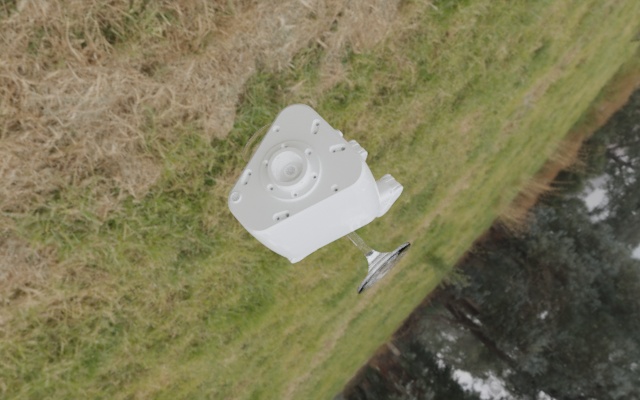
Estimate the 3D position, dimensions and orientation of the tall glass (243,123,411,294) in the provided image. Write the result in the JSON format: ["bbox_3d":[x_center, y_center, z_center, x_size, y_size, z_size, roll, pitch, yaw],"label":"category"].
[{"bbox_3d":[0.001,0.002,0.519,0.201,0.079,0.079,46,18,19],"label":"tall glass"}]
